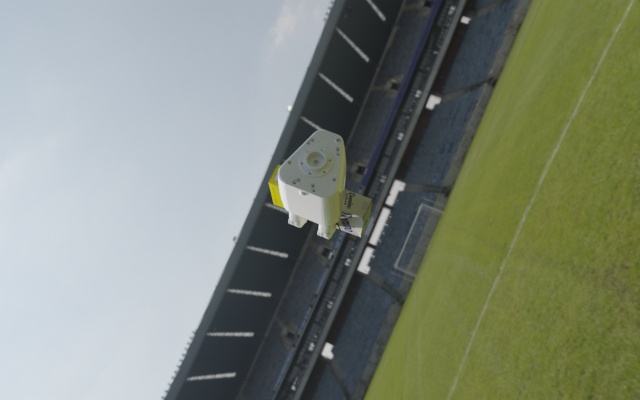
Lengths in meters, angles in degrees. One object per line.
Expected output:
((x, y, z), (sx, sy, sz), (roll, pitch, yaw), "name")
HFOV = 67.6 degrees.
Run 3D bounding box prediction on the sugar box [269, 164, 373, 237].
((0.000, 0.003, 0.840), (0.176, 0.048, 0.093), (23, -22, 12), "sugar box")
